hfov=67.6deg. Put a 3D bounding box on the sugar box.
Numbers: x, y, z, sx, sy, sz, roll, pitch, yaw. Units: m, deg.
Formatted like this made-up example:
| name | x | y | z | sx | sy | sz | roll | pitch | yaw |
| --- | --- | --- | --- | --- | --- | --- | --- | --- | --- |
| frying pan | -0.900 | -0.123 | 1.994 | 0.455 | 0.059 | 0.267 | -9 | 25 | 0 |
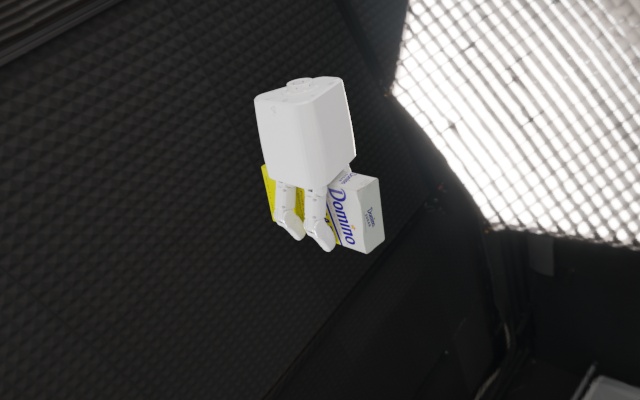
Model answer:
| name | x | y | z | sx | sy | sz | roll | pitch | yaw |
| --- | --- | --- | --- | --- | --- | --- | --- | --- | --- |
| sugar box | 0.000 | 0.002 | 0.642 | 0.176 | 0.093 | 0.048 | 17 | 38 | 42 |
